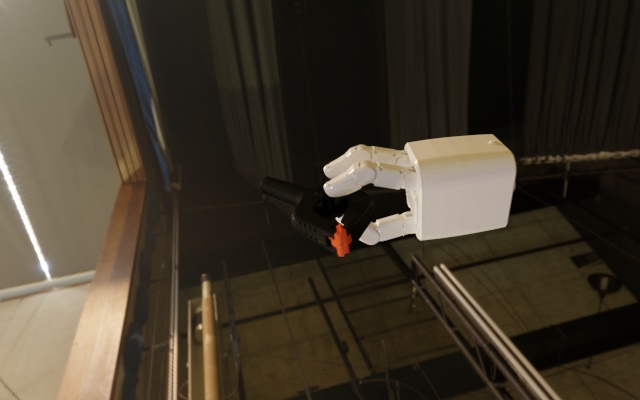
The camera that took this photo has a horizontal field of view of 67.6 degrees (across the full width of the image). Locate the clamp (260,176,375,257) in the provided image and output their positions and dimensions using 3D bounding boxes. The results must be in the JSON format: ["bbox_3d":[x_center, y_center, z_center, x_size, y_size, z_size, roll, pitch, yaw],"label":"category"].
[{"bbox_3d":[0.000,0.003,0.567,0.164,0.036,0.210,-10,25,5],"label":"clamp"}]
